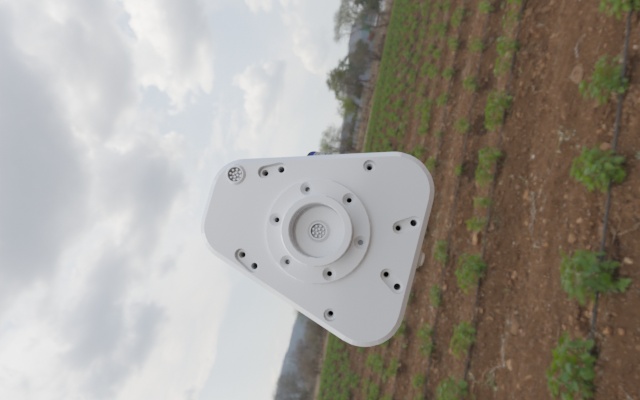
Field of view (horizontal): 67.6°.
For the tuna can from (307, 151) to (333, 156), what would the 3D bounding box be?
[{"bbox_3d":[0.000,0.001,0.412,0.034,0.086,0.086,12,2,9],"label":"tuna can"}]
